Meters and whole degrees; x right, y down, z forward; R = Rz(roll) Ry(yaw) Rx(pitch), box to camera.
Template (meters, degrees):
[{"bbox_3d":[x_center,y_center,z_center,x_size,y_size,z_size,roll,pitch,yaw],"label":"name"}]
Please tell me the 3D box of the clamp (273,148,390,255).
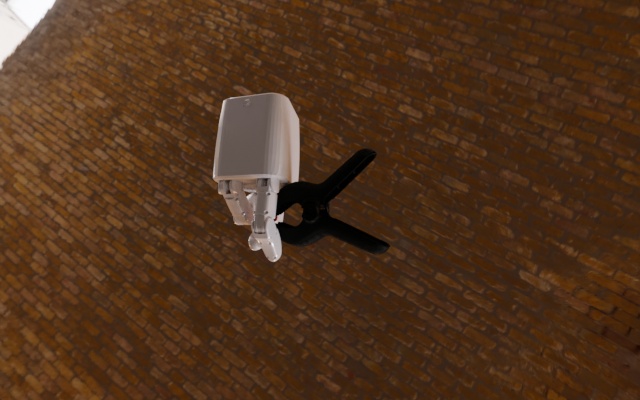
[{"bbox_3d":[0.000,0.002,0.570,0.171,0.120,0.039,-1,-10,24],"label":"clamp"}]
